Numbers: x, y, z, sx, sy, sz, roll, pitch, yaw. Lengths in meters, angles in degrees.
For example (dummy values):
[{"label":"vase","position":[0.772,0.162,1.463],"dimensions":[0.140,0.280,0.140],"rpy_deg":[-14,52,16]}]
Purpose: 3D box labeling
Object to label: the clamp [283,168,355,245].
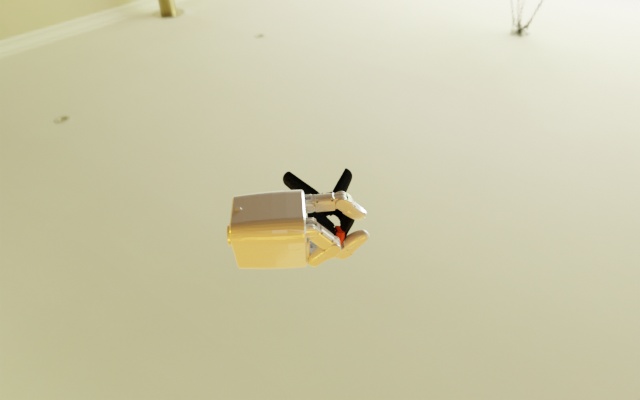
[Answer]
[{"label":"clamp","position":[0.000,0.003,0.770],"dimensions":[0.120,0.039,0.171],"rpy_deg":[-3,38,-3]}]
